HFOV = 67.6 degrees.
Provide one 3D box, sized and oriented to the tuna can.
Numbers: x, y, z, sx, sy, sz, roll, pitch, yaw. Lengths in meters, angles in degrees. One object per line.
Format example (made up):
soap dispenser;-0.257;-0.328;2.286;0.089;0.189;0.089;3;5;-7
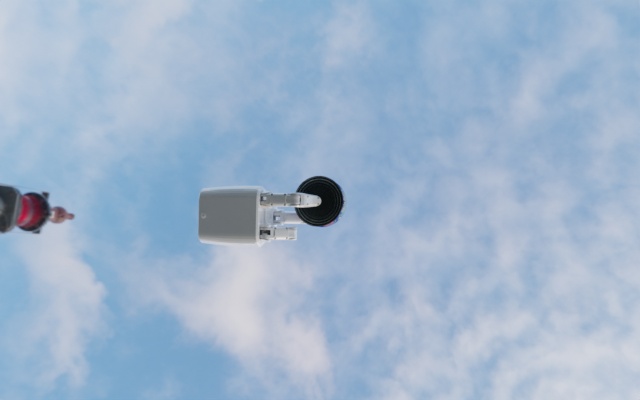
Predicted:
tuna can;0.000;0.003;0.810;0.086;0.086;0.034;0;-6;14
